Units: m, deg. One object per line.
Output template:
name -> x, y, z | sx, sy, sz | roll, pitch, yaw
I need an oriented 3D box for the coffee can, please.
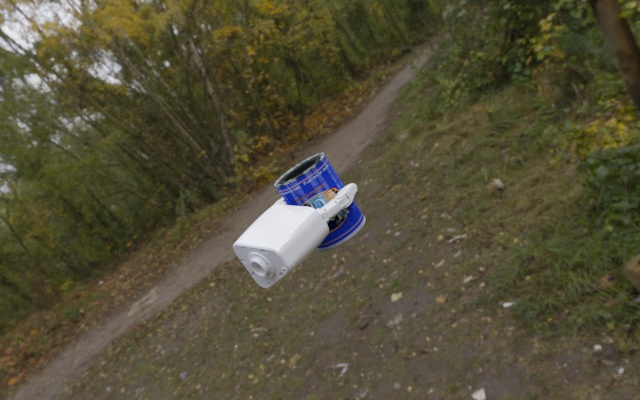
coffee can -> 0.000, 0.003, 0.835 | 0.103, 0.140, 0.102 | -31, 14, 9
